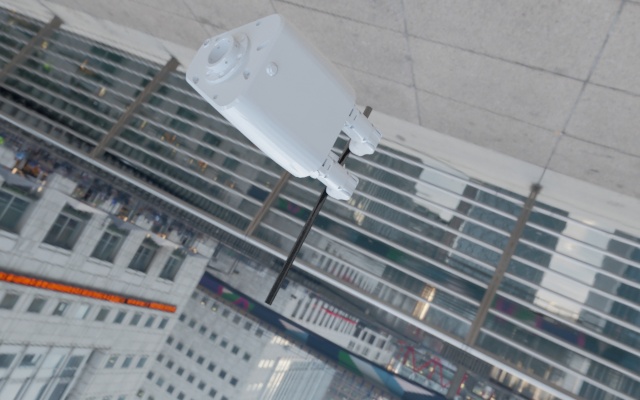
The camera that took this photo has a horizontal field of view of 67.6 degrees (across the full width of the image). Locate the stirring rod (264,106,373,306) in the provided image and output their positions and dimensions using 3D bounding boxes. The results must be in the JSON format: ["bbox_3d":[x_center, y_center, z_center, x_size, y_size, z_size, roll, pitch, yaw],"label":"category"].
[{"bbox_3d":[0.000,0.002,0.513,0.011,0.239,0.011,27,-10,5],"label":"stirring rod"}]
